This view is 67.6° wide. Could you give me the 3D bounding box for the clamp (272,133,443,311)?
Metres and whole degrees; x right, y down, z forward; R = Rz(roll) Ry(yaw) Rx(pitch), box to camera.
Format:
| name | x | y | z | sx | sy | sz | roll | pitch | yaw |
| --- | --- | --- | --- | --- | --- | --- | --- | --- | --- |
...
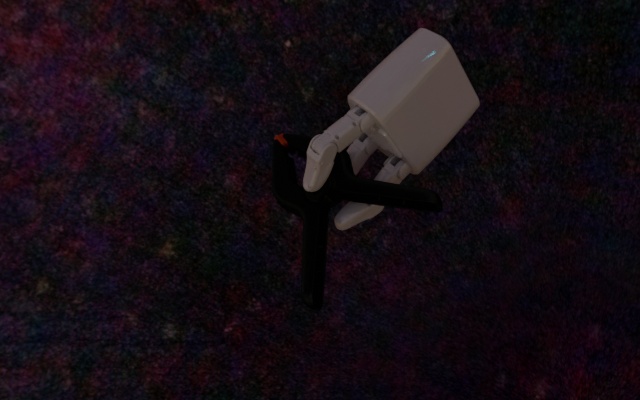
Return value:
| name | x | y | z | sx | sy | sz | roll | pitch | yaw |
| --- | --- | --- | --- | --- | --- | --- | --- | --- | --- |
| clamp | 0.000 | 0.001 | 0.508 | 0.210 | 0.164 | 0.036 | 43 | -4 | 36 |
